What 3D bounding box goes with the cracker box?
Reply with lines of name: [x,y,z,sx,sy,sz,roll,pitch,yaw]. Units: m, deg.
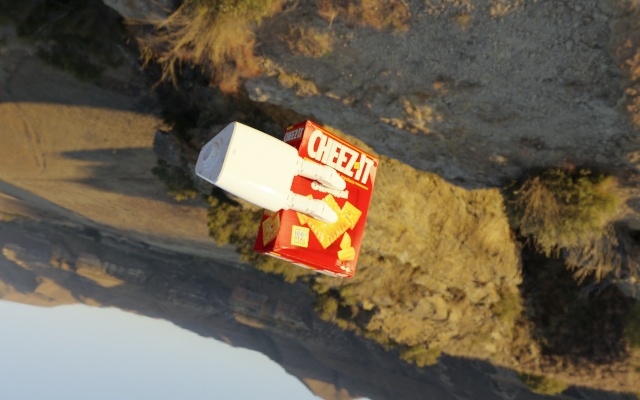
cracker box: [0.000,0.003,0.777,0.164,0.213,0.072,24,-18,-34]
